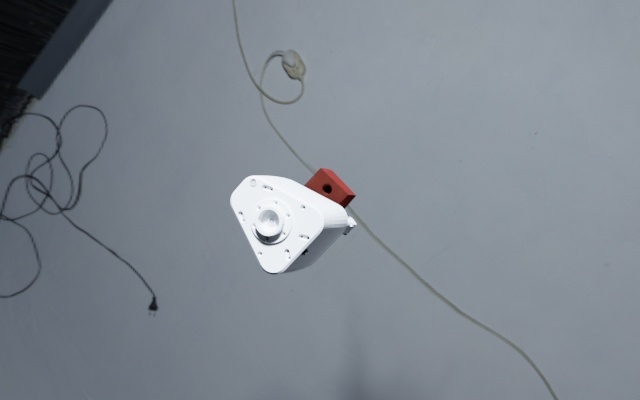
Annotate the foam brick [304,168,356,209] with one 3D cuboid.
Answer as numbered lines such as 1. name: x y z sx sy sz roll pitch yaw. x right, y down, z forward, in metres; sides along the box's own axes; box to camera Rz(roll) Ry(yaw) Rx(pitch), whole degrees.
1. foam brick: 0.000 0.002 0.640 0.053 0.078 0.051 45 10 12
